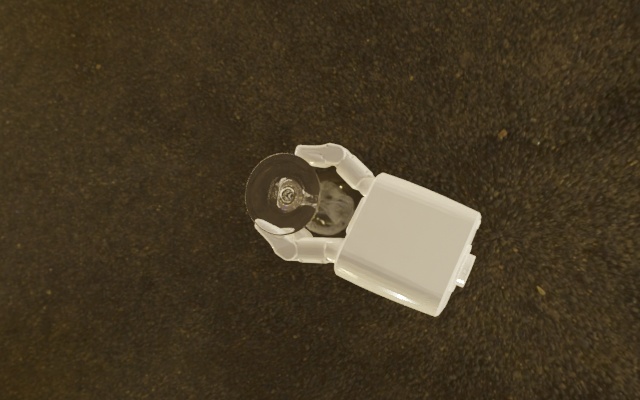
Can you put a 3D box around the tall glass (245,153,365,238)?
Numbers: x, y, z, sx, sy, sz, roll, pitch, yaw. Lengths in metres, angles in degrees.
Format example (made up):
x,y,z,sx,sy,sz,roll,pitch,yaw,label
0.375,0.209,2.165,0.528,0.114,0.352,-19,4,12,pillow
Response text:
x,y,z,sx,sy,sz,roll,pitch,yaw,label
0.000,0.002,0.518,0.079,0.079,0.201,0,-4,20,tall glass
